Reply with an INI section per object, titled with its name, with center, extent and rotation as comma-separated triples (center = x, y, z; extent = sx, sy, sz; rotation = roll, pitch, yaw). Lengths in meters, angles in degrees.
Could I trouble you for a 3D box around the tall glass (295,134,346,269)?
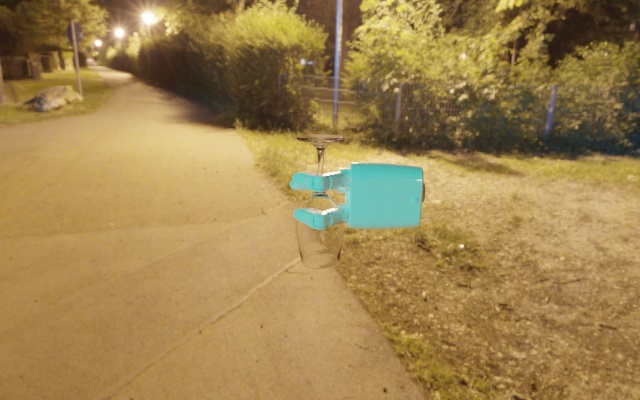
[tall glass]
center = 0.000, 0.002, 0.738
extent = 0.079, 0.201, 0.079
rotation = 1, 16, 0
